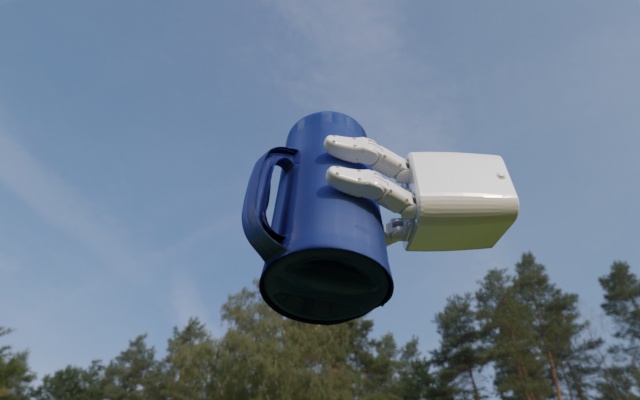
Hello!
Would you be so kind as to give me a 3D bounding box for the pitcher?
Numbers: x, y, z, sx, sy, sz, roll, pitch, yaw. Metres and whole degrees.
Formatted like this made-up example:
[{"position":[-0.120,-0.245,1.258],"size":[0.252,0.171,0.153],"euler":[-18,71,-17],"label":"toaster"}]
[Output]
[{"position":[0.000,0.002,0.543],"size":[0.145,0.242,0.149],"euler":[-1,-44,1],"label":"pitcher"}]
